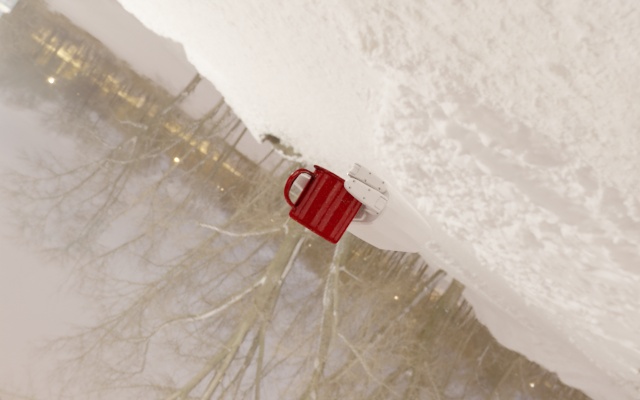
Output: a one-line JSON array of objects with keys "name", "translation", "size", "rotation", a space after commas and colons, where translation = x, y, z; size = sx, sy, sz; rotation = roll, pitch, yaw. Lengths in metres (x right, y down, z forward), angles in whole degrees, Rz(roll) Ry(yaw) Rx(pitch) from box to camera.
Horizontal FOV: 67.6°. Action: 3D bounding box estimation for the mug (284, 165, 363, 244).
[{"name": "mug", "translation": [-0.001, 0.002, 0.666], "size": [0.117, 0.081, 0.093], "rotation": [33, -3, -29]}]
